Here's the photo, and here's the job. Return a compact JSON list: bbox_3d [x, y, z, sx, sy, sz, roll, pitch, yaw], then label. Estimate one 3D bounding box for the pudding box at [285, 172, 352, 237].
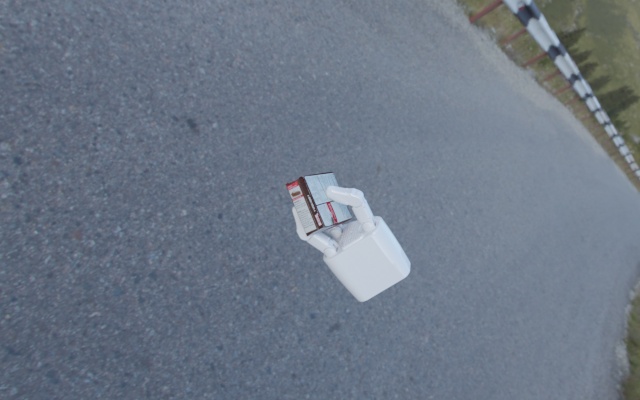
[{"bbox_3d":[0.000,0.003,0.773,0.039,0.090,0.113,-26,-6,25],"label":"pudding box"}]
